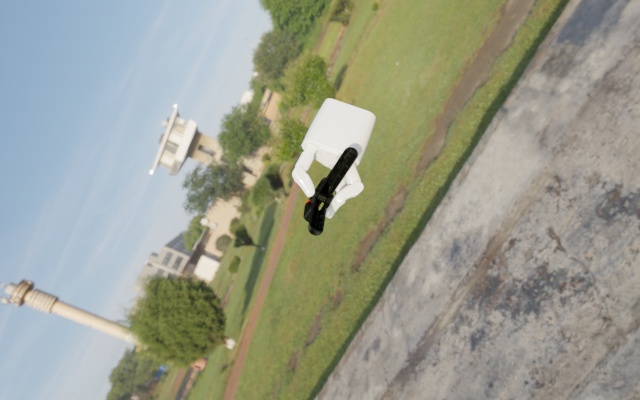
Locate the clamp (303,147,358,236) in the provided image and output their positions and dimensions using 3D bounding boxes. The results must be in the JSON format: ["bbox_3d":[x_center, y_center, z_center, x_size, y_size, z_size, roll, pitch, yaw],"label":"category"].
[{"bbox_3d":[-0.001,0.002,0.882,0.036,0.164,0.210,28,-19,-7],"label":"clamp"}]
